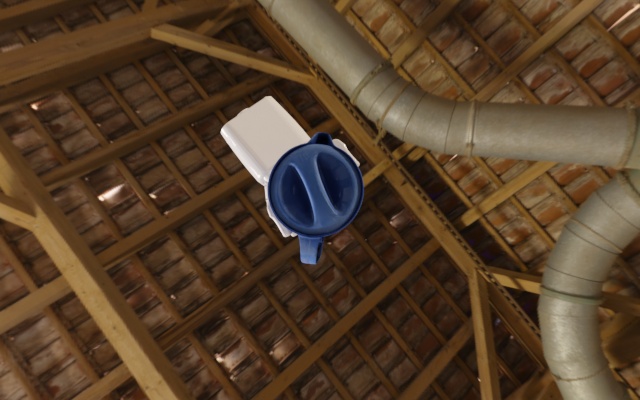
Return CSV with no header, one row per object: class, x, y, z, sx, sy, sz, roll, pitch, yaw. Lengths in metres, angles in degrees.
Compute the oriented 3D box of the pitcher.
pitcher,0.000,0.002,0.768,0.149,0.145,0.243,-40,-6,1
